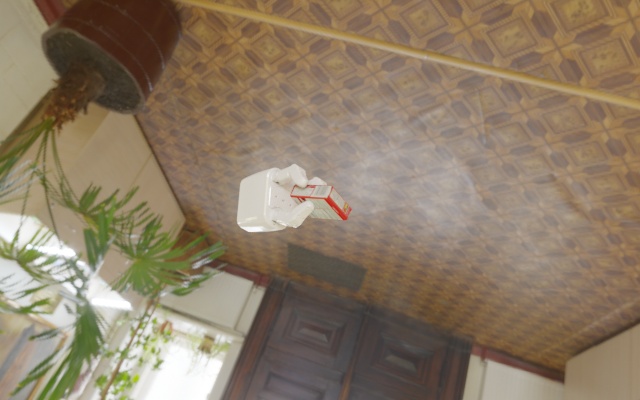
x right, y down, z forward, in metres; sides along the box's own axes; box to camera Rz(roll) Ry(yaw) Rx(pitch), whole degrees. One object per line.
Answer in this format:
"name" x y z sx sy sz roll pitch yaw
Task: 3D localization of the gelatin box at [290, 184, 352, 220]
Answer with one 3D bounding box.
"gelatin box" 0.000 0.003 0.855 0.089 0.030 0.073 3 -32 39
